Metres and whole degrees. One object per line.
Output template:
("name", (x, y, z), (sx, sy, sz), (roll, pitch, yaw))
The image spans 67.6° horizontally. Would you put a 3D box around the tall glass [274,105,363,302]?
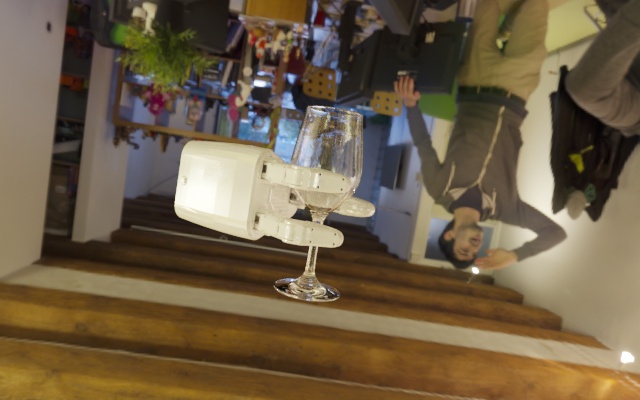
("tall glass", (0.000, 0.002, 0.521), (0.079, 0.201, 0.079), (9, 5, -1))
